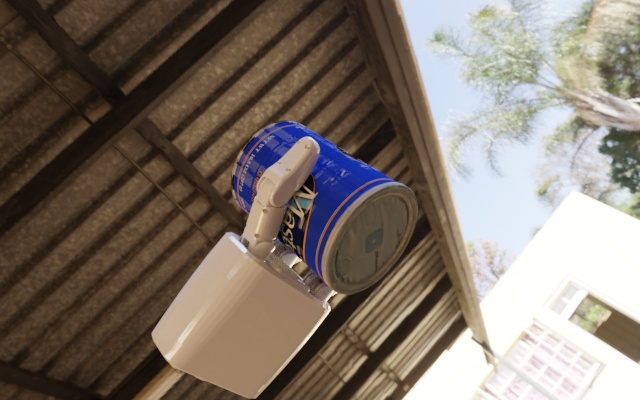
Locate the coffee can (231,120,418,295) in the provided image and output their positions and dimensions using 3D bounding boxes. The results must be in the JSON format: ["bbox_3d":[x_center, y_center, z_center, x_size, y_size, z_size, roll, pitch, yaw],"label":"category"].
[{"bbox_3d":[0.000,0.001,0.428,0.103,0.103,0.140,0,28,-46],"label":"coffee can"}]
